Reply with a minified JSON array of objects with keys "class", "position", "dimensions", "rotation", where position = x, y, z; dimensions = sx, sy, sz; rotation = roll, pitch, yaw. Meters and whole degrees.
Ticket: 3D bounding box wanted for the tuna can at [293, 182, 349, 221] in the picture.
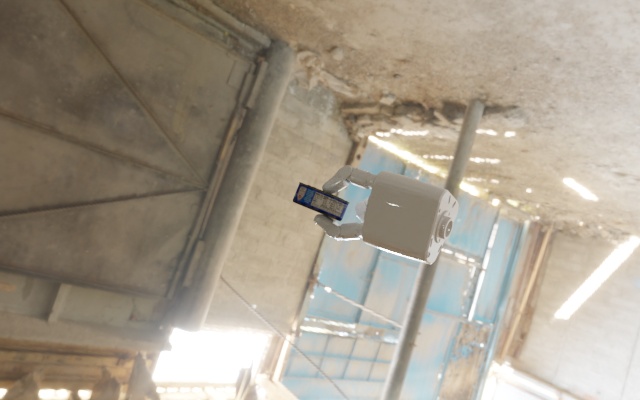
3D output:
[{"class":"tuna can","position":[0.000,0.003,0.754],"dimensions":[0.086,0.034,0.086],"rotation":[22,-1,1]}]
